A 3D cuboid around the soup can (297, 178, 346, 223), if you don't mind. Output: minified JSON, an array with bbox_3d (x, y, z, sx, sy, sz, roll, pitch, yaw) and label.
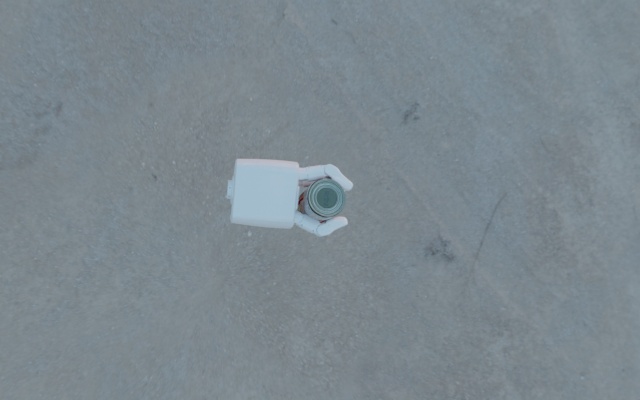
[{"bbox_3d":[0.001,0.003,0.840,0.068,0.068,0.102,0,-9,-12],"label":"soup can"}]
